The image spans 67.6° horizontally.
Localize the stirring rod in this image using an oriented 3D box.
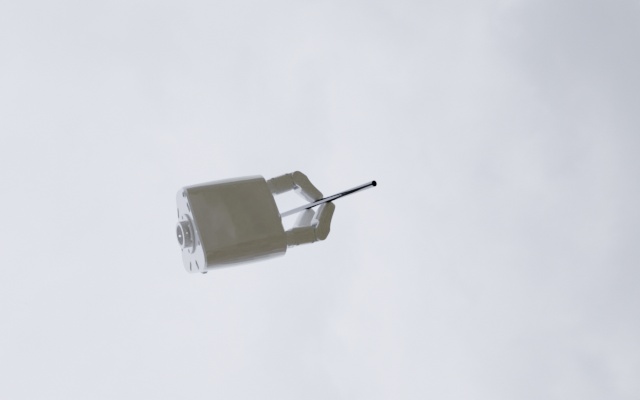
[{"bbox_3d":[0.000,0.002,0.651,0.011,0.011,0.239,0,-10,-32],"label":"stirring rod"}]
